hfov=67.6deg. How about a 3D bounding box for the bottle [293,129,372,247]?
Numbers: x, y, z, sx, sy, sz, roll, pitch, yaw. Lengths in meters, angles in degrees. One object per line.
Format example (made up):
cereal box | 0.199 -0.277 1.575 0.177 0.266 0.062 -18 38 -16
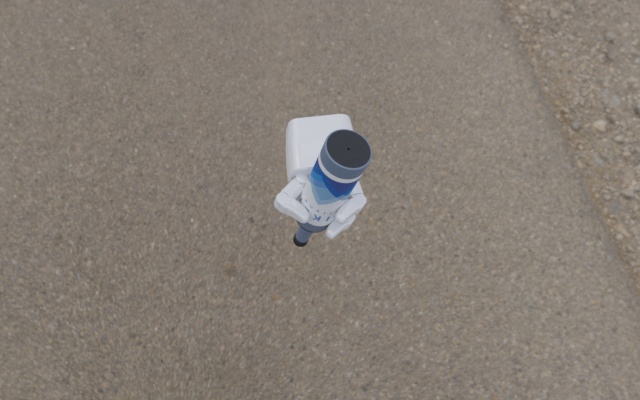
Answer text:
bottle | 0.000 0.002 0.757 0.069 0.069 0.296 0 -29 -17
